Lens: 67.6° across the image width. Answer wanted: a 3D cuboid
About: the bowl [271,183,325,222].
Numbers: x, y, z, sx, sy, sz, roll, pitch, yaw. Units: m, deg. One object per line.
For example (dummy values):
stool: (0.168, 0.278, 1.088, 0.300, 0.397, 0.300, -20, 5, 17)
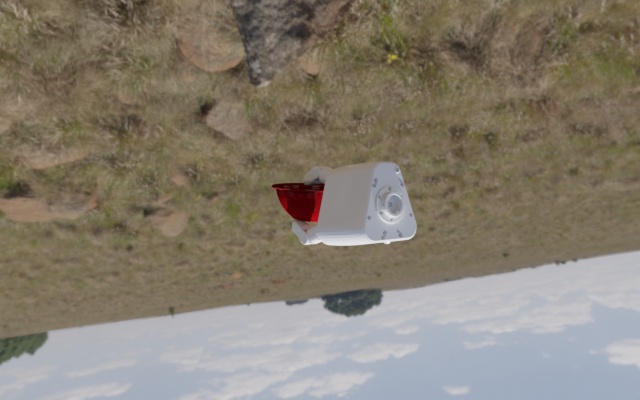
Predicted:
bowl: (0.000, 0.003, 0.784, 0.162, 0.055, 0.162, 2, 6, 0)
